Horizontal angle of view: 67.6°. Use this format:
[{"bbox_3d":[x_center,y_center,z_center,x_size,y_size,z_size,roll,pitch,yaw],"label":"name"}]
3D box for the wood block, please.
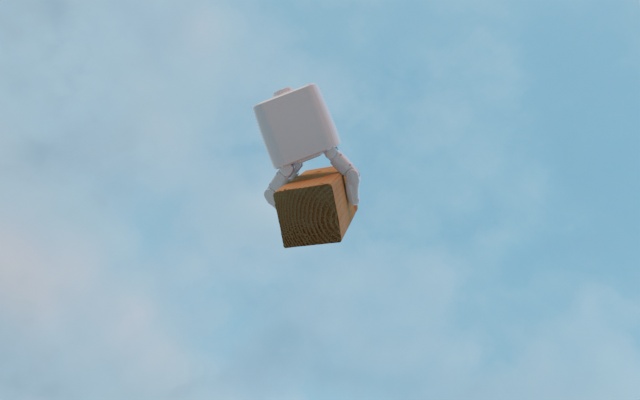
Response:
[{"bbox_3d":[0.000,0.002,0.788,0.091,0.090,0.206,-8,11,13],"label":"wood block"}]
